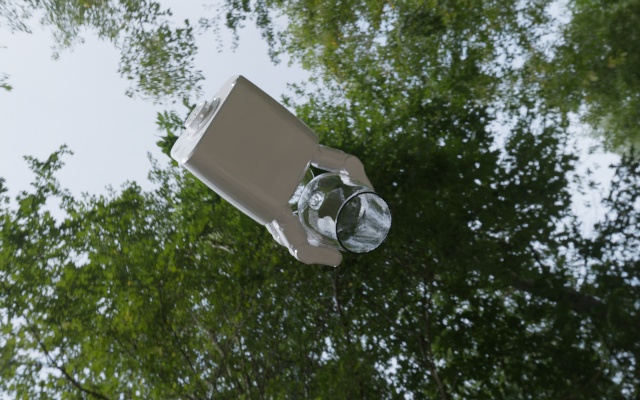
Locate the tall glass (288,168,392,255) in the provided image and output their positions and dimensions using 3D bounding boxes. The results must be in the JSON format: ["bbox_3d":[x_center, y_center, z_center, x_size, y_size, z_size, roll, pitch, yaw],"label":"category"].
[{"bbox_3d":[0.000,0.002,0.538,0.079,0.079,0.201,0,12,-26],"label":"tall glass"}]
